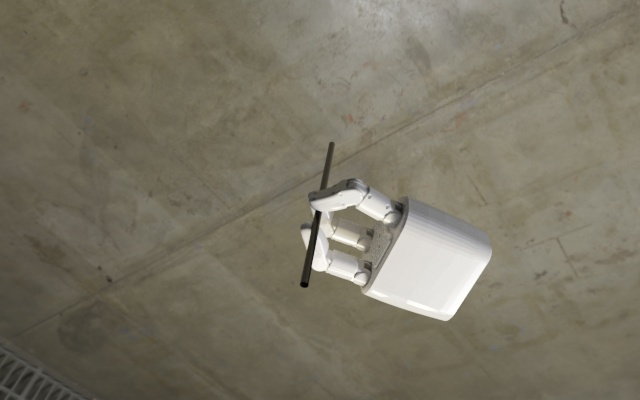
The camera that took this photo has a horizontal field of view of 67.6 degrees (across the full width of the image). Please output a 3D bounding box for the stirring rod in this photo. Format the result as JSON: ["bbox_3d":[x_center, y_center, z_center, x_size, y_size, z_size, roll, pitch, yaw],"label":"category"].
[{"bbox_3d":[0.000,0.002,0.521,0.011,0.011,0.239,0,38,9],"label":"stirring rod"}]
